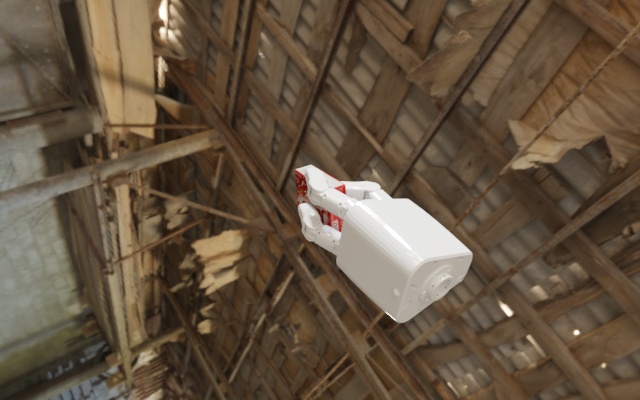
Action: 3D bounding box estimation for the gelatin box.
[{"bbox_3d":[0.000,0.002,0.630,0.030,0.073,0.089,-18,30,-27],"label":"gelatin box"}]
